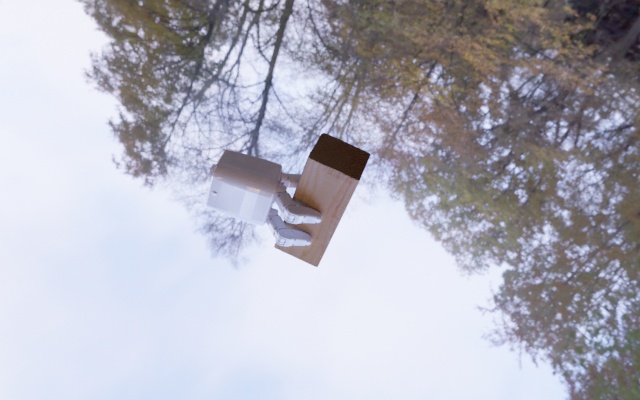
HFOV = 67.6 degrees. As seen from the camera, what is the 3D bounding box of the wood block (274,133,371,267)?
[{"bbox_3d":[0.000,0.002,0.818,0.090,0.206,0.090,24,38,1],"label":"wood block"}]
